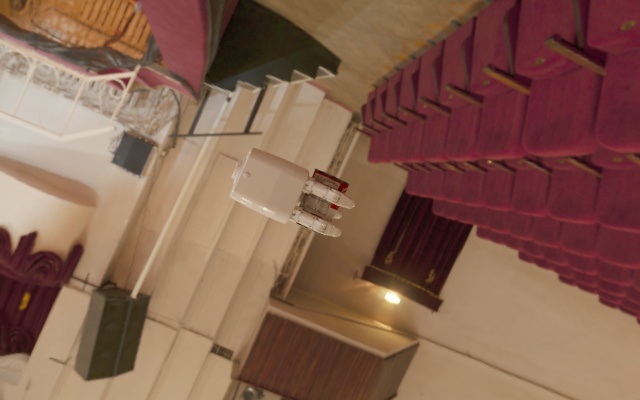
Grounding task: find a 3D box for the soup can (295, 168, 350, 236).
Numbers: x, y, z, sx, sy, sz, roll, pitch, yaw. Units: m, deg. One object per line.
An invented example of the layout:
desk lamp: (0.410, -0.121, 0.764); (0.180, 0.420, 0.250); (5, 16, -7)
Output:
soup can: (0.000, 0.003, 0.848); (0.068, 0.102, 0.068); (25, 1, 0)
